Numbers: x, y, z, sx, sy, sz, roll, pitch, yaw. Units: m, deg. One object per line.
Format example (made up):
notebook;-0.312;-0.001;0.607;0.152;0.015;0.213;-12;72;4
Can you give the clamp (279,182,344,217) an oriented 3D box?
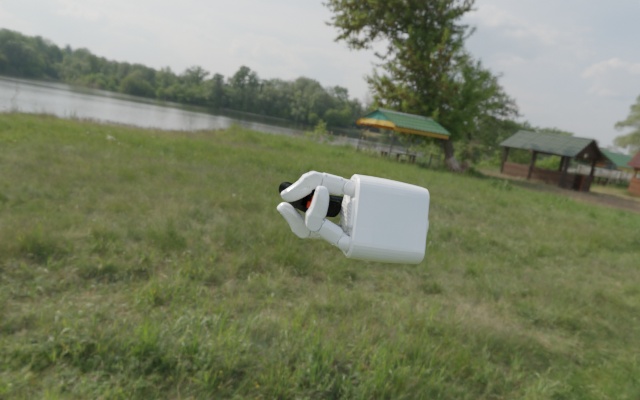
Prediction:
clamp;0.000;0.002;0.728;0.120;0.039;0.171;8;9;-10
